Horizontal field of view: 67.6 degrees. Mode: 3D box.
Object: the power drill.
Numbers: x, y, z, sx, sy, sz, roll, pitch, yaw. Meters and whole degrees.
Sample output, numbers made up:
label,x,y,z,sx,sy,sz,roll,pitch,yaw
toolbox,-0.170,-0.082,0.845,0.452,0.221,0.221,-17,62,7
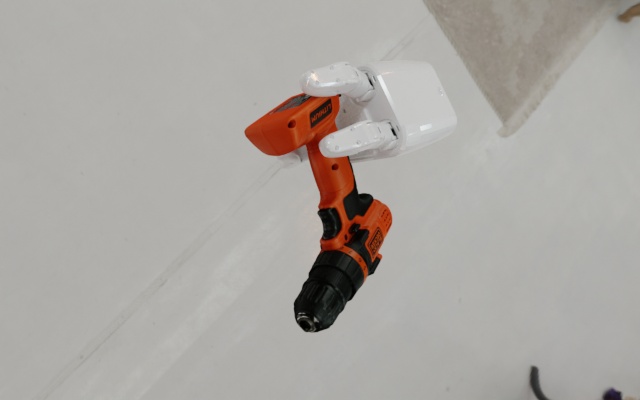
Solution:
label,x,y,z,sx,sy,sz,roll,pitch,yaw
power drill,0.000,0.001,0.447,0.057,0.188,0.184,-8,26,30
